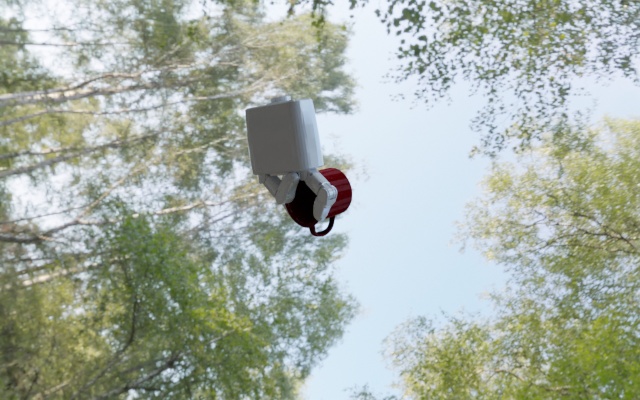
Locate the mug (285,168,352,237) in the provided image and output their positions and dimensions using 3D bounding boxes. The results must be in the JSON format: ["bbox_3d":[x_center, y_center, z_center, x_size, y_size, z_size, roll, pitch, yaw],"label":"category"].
[{"bbox_3d":[0.001,0.004,0.798,0.081,0.117,0.093,-17,14,-41],"label":"mug"}]
